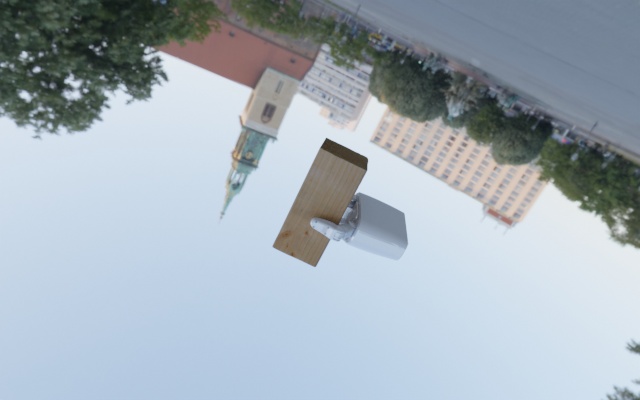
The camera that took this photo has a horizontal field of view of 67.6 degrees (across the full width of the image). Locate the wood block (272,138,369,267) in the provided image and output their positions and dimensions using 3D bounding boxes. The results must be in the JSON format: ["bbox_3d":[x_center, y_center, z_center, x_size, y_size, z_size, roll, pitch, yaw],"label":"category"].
[{"bbox_3d":[0.000,0.003,0.868,0.090,0.206,0.090,26,20,-2],"label":"wood block"}]
